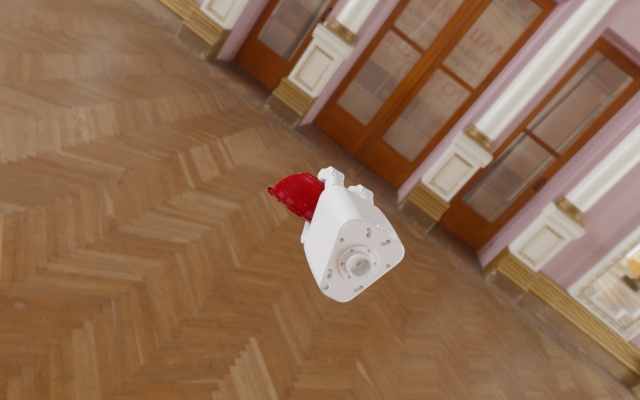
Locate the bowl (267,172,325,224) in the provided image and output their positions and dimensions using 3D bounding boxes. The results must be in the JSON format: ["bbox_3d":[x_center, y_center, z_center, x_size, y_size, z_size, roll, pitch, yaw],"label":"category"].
[{"bbox_3d":[0.000,0.002,0.734,0.162,0.055,0.162,32,4,-3],"label":"bowl"}]
